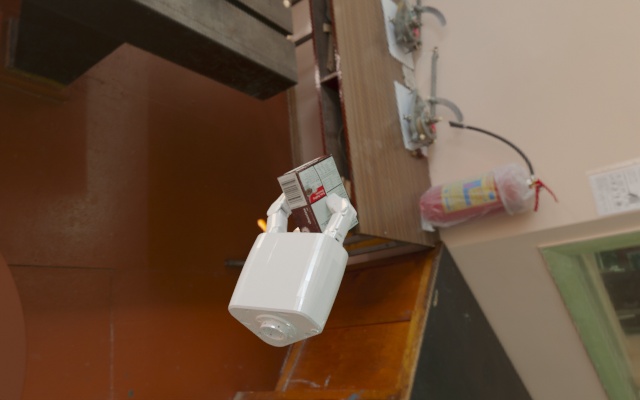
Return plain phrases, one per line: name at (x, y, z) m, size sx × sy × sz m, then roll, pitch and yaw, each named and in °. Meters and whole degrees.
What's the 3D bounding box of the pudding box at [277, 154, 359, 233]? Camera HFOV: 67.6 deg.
pudding box at (0.000, 0.002, 0.659) m, size 0.039 × 0.113 × 0.090 m, roll -14°, pitch 11°, yaw 38°
